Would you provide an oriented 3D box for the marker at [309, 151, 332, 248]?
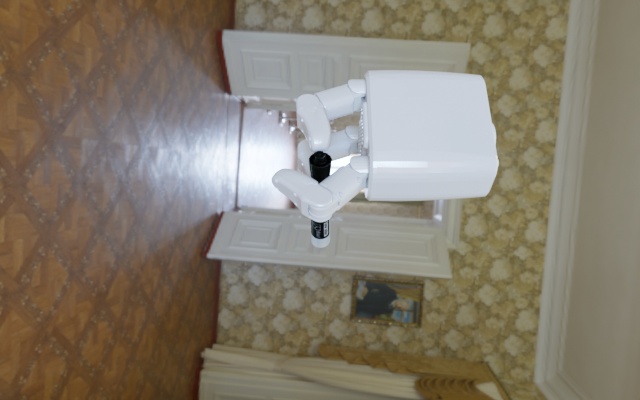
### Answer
[{"bbox_3d":[0.000,0.001,0.427,0.020,0.020,0.121,0,-39,0],"label":"marker"}]
